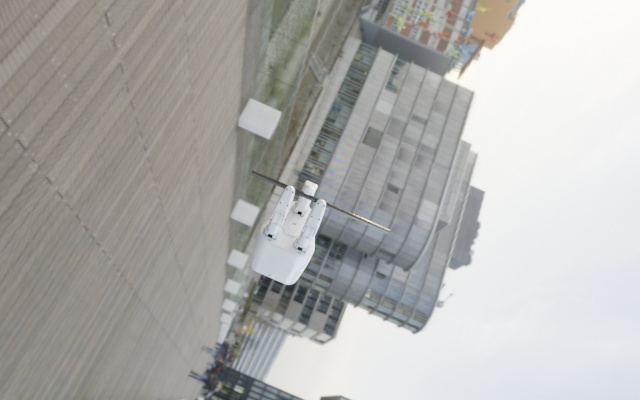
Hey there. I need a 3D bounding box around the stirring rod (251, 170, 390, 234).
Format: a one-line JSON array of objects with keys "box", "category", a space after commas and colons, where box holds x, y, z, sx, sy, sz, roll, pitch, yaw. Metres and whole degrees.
[{"box": [0.000, 0.003, 0.770, 0.239, 0.011, 0.011, 24, -1, -2], "category": "stirring rod"}]
